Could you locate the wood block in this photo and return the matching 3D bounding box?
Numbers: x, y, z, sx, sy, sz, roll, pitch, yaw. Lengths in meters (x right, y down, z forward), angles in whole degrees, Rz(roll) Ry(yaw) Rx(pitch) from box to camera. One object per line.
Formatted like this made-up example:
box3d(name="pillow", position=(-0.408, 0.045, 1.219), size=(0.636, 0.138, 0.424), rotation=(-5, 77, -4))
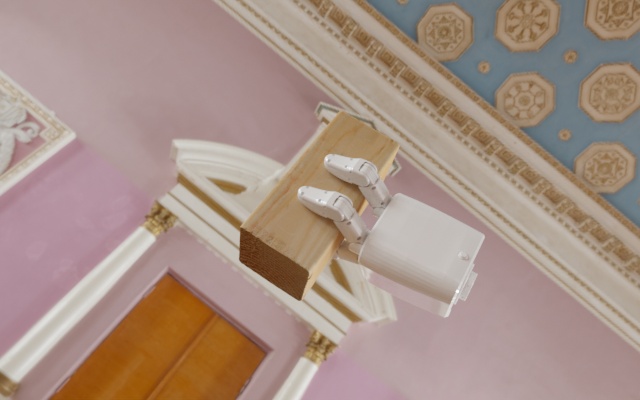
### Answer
box3d(name="wood block", position=(0.000, 0.002, 0.570), size=(0.090, 0.206, 0.091), rotation=(32, -32, 10))
